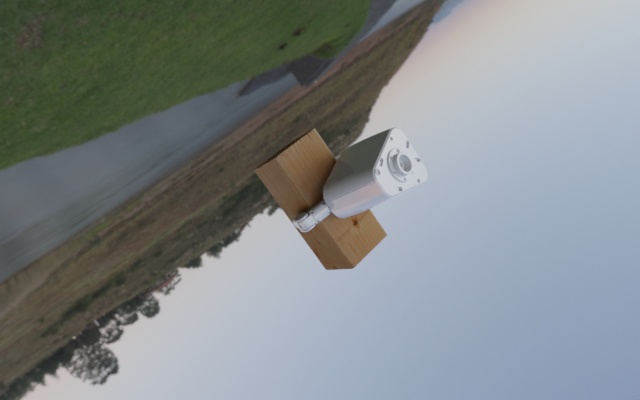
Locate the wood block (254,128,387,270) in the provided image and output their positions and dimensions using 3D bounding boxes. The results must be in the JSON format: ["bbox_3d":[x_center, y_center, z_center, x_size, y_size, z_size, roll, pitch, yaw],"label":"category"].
[{"bbox_3d":[0.000,0.003,0.763,0.090,0.206,0.090,-40,11,-27],"label":"wood block"}]
